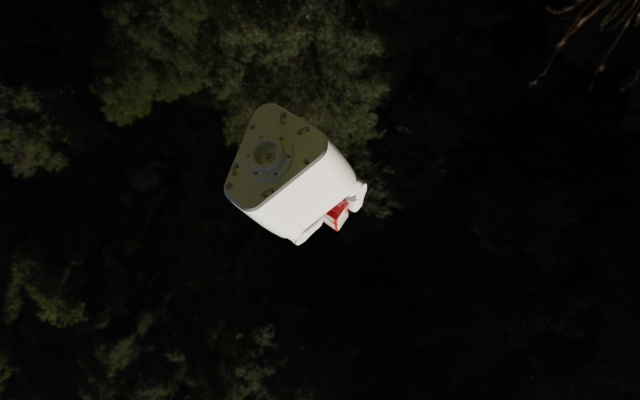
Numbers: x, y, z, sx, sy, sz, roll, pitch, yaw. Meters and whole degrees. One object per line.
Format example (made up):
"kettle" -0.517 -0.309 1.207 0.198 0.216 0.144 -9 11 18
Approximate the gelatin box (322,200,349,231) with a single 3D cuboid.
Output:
"gelatin box" 0.000 0.002 0.626 0.073 0.030 0.089 35 -9 10
